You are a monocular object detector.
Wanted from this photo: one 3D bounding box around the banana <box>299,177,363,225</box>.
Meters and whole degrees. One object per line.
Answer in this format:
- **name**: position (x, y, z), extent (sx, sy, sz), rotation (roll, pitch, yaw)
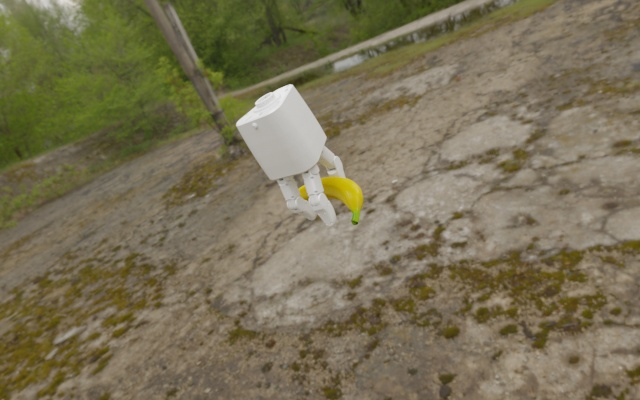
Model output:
- **banana**: position (0.014, -0.010, 0.803), extent (0.037, 0.069, 0.198), rotation (50, -19, -28)
